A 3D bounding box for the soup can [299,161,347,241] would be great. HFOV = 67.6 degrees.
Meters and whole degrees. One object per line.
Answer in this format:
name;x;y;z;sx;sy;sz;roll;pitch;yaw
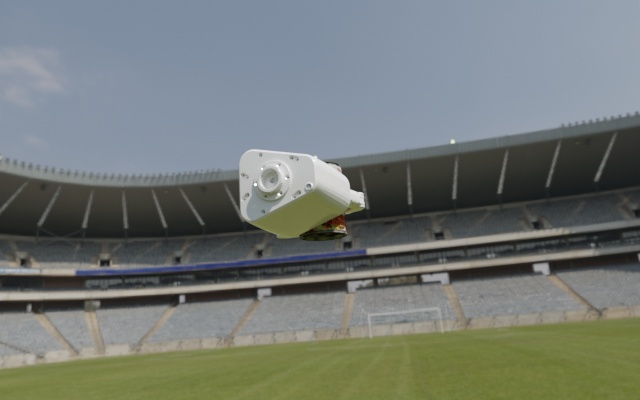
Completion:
soup can;0.000;0.002;0.685;0.068;0.102;0.068;-4;-14;-1
